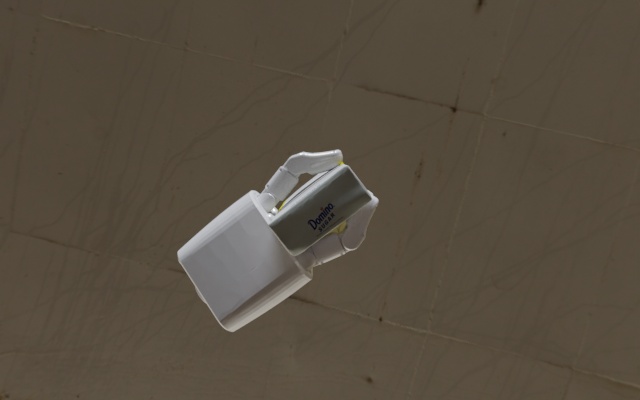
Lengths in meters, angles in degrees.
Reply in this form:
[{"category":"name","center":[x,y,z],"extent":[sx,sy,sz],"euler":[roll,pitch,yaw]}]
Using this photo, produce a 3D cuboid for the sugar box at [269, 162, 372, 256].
[{"category":"sugar box","center":[0.000,0.002,0.515],"extent":[0.093,0.048,0.176],"euler":[-37,7,4]}]
